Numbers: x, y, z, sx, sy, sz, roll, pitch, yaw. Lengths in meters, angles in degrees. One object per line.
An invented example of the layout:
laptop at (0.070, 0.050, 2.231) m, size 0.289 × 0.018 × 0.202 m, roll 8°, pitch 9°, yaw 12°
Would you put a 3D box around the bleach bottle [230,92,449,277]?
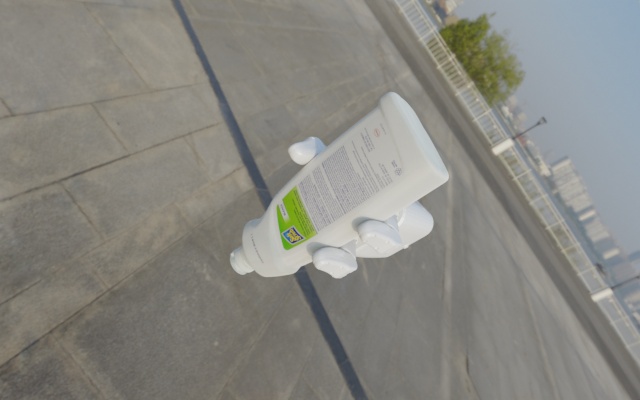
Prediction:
bleach bottle at (0.000, 0.002, 0.500) m, size 0.251 × 0.102 × 0.068 m, roll -33°, pitch -25°, yaw 23°
